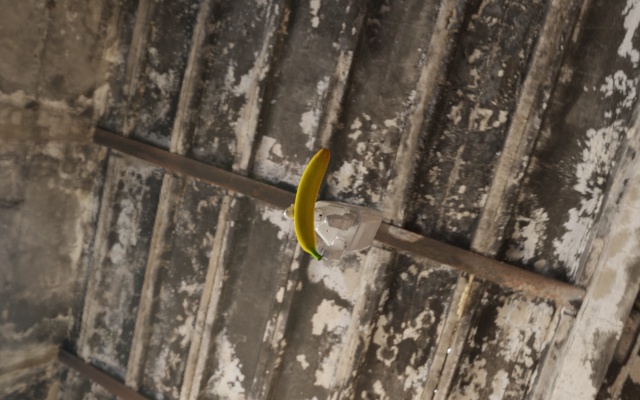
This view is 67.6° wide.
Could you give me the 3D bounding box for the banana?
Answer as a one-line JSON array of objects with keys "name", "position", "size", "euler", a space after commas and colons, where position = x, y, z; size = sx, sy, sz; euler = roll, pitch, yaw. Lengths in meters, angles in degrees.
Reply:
[{"name": "banana", "position": [-0.016, 0.006, 0.856], "size": [0.069, 0.198, 0.037], "euler": [1, -3, 32]}]
